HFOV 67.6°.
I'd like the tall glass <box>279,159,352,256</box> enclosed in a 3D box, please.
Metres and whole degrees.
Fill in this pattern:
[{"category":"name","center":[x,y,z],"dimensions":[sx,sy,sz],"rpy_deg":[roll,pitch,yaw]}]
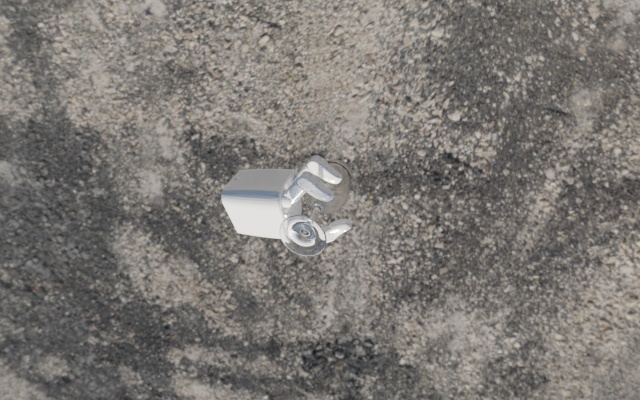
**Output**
[{"category":"tall glass","center":[0.000,0.003,0.795],"dimensions":[0.079,0.079,0.201],"rpy_deg":[0,31,19]}]
